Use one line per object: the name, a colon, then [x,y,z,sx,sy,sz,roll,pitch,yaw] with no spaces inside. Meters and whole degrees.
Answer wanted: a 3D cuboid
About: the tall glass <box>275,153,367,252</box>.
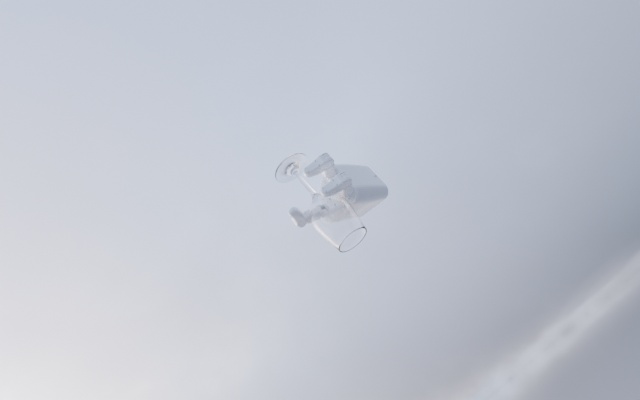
tall glass: [0.000,0.002,0.882,0.079,0.079,0.201,0,42,-50]
